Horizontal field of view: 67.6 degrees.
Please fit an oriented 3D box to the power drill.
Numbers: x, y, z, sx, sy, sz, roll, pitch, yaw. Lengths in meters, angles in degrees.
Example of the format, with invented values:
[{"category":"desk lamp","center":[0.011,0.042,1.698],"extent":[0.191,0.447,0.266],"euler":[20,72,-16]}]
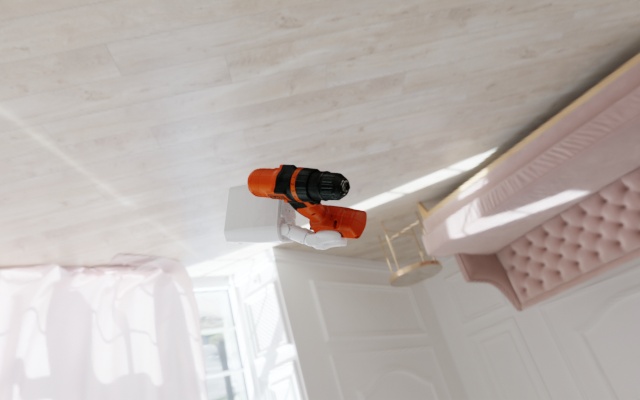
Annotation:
[{"category":"power drill","center":[0.000,0.003,0.769],"extent":[0.184,0.057,0.188],"euler":[7,-22,37]}]
